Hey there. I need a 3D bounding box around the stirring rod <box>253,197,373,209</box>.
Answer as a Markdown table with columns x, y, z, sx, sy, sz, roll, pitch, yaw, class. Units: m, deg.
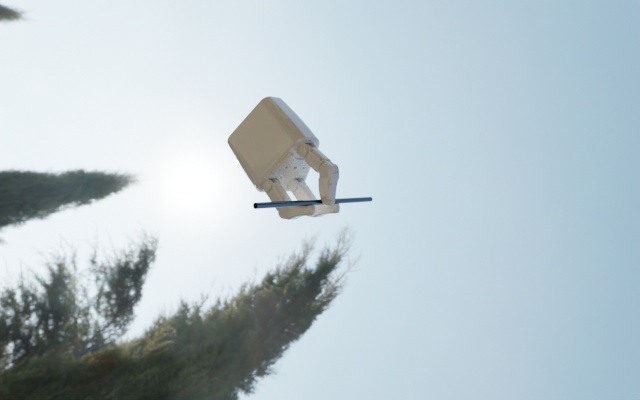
| x | y | z | sx | sy | sz | roll | pitch | yaw | class |
| --- | --- | --- | --- | --- | --- | --- | --- | --- | --- |
| 0.000 | 0.002 | 0.671 | 0.011 | 0.011 | 0.239 | 0 | 2 | 41 | stirring rod |
